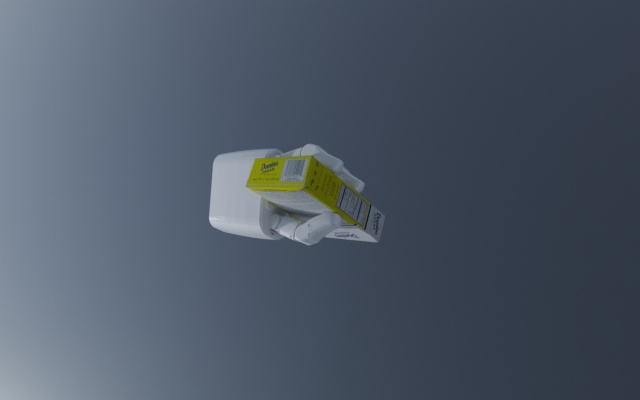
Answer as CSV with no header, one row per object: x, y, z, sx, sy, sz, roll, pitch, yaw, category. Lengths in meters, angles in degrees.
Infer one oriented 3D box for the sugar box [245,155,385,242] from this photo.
0.000,0.001,0.605,0.093,0.048,0.176,2,-20,37,sugar box
